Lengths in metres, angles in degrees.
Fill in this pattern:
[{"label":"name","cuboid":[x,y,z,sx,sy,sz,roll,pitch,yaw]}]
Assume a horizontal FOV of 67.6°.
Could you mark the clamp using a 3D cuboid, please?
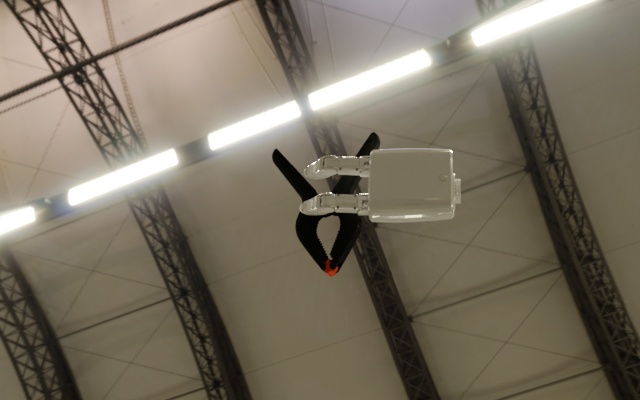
[{"label":"clamp","cuboid":[0.001,0.003,0.683,0.164,0.210,0.036,-2,-21,17]}]
